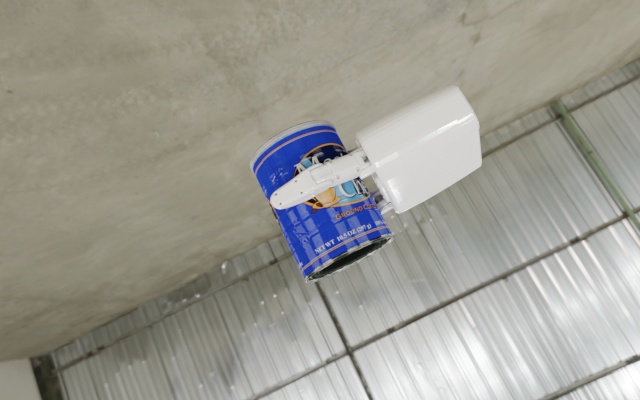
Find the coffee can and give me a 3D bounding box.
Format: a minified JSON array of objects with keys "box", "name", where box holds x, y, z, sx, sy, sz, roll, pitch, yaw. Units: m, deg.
[{"box":[0.000,0.002,0.506,0.103,0.140,0.103,-25,-15,-7],"name":"coffee can"}]
